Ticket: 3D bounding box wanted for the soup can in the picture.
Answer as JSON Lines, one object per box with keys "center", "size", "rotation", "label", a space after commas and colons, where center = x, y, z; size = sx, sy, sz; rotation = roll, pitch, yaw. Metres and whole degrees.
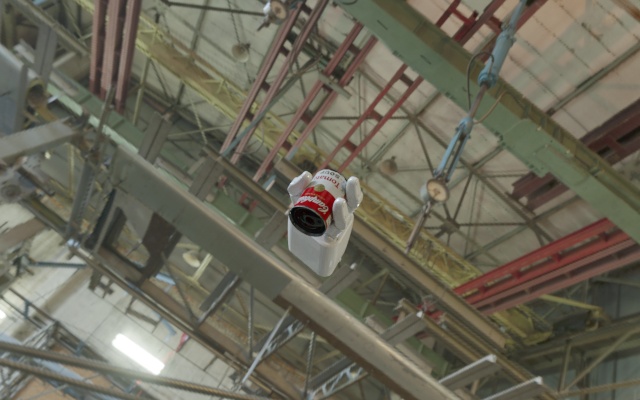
{"center": [0.000, 0.002, 0.808], "size": [0.068, 0.068, 0.102], "rotation": [0, 40, 35], "label": "soup can"}
